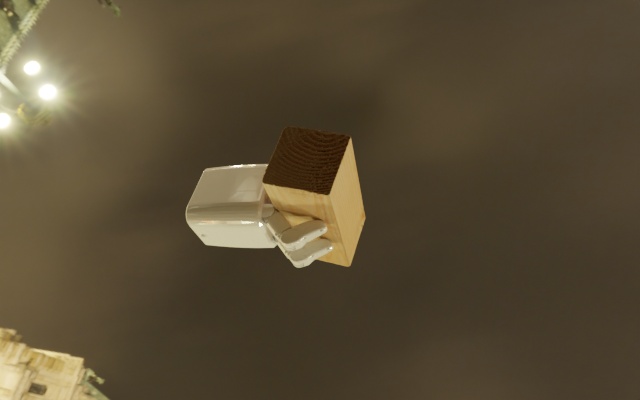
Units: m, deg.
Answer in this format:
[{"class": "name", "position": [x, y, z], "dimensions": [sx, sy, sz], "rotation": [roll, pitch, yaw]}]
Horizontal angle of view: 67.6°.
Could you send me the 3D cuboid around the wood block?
[{"class": "wood block", "position": [0.000, 0.002, 0.660], "dimensions": [0.090, 0.090, 0.206], "rotation": [11, -28, 17]}]
